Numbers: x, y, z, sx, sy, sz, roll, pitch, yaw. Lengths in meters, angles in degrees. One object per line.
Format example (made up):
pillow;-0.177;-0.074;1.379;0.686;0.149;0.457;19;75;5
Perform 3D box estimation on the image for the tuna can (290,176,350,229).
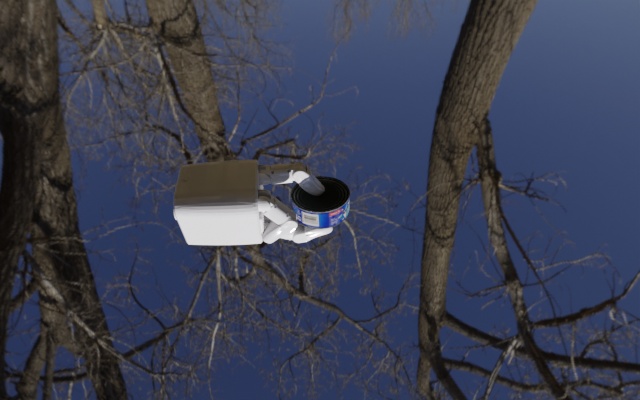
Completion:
tuna can;0.000;0.003;0.696;0.086;0.034;0.086;-2;38;1
